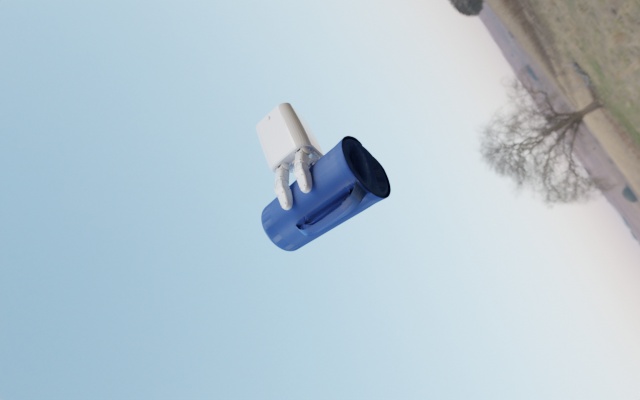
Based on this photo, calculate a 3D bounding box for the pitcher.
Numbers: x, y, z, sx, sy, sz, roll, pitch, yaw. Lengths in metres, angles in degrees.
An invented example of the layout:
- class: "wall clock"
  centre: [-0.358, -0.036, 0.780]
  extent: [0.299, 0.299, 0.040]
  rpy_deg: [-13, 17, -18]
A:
- class: "pitcher"
  centre: [0.000, 0.003, 0.897]
  extent: [0.243, 0.145, 0.149]
  rpy_deg: [-36, -23, 29]
